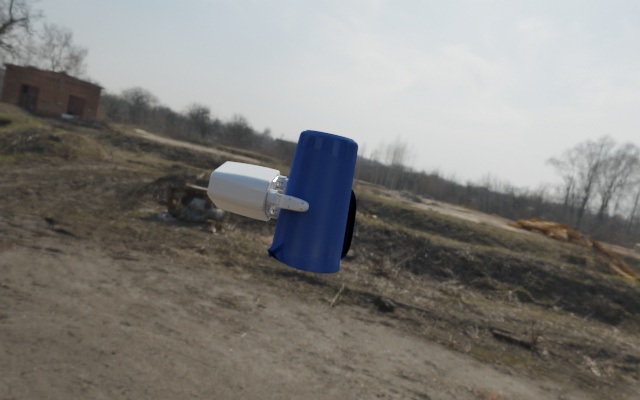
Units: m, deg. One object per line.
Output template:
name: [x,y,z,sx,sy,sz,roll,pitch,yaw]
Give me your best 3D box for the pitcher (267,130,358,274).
pitcher: [0.000,0.003,0.869,0.145,0.243,0.149,12,4,3]
